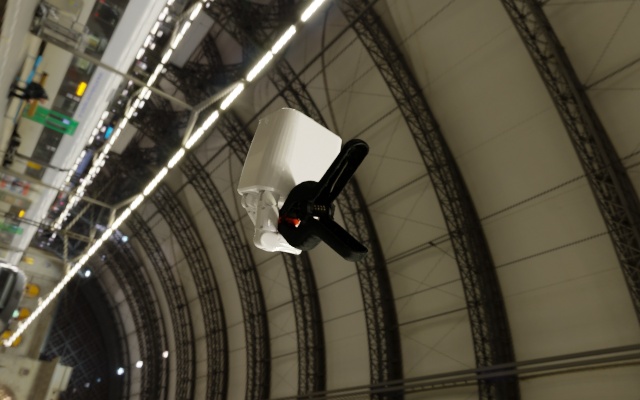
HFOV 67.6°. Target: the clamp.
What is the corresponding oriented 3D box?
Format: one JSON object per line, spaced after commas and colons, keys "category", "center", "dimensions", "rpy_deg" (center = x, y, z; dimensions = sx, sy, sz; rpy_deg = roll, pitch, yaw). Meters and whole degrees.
{"category": "clamp", "center": [0.000, 0.002, 0.515], "dimensions": [0.039, 0.120, 0.171], "rpy_deg": [18, -12, -31]}
